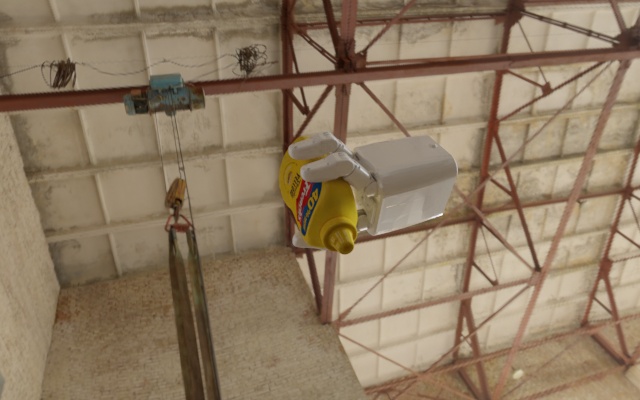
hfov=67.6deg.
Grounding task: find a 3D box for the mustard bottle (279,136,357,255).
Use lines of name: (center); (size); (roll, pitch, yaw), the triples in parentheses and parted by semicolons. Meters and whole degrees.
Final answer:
mustard bottle: (0.000, 0.002, 0.589); (0.058, 0.096, 0.191); (8, 28, -26)
